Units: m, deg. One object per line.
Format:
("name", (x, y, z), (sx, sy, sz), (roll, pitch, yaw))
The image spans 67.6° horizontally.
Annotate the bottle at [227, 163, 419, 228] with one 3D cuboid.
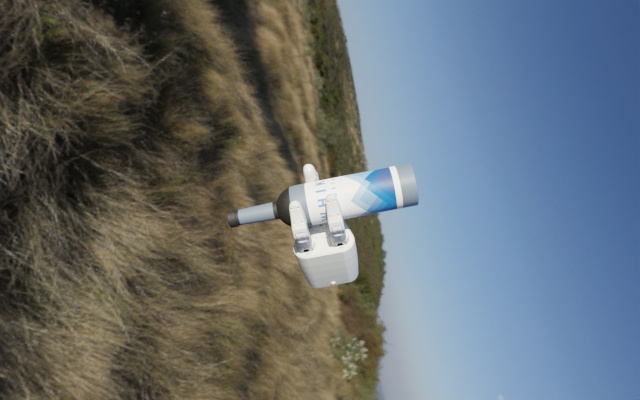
("bottle", (0.000, 0.002, 0.747), (0.296, 0.069, 0.069), (-11, -1, 3))
